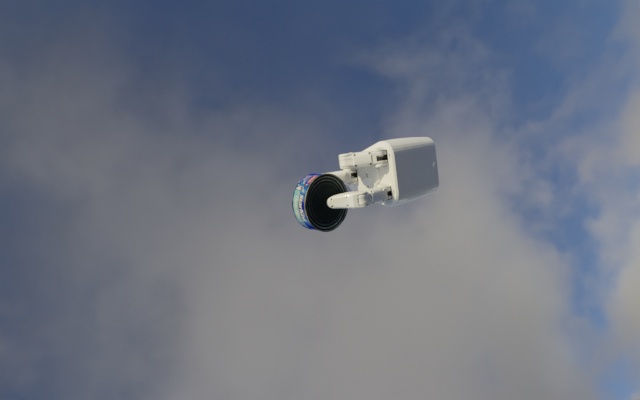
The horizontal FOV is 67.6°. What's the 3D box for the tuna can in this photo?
[{"bbox_3d":[0.000,0.002,0.706,0.086,0.086,0.034,0,3,-41],"label":"tuna can"}]
